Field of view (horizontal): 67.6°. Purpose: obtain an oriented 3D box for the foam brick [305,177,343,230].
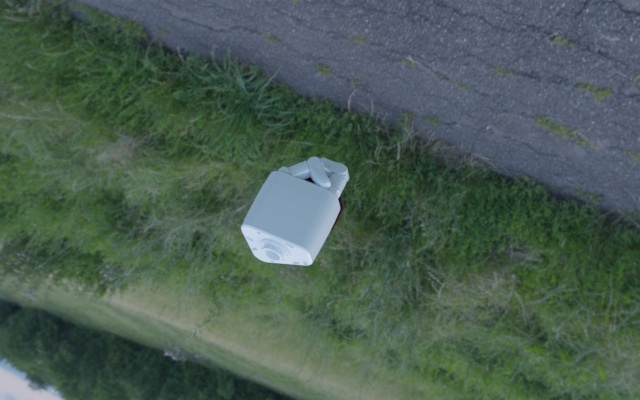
[{"bbox_3d":[0.000,0.003,0.783,0.053,0.051,0.078,11,-37,22],"label":"foam brick"}]
